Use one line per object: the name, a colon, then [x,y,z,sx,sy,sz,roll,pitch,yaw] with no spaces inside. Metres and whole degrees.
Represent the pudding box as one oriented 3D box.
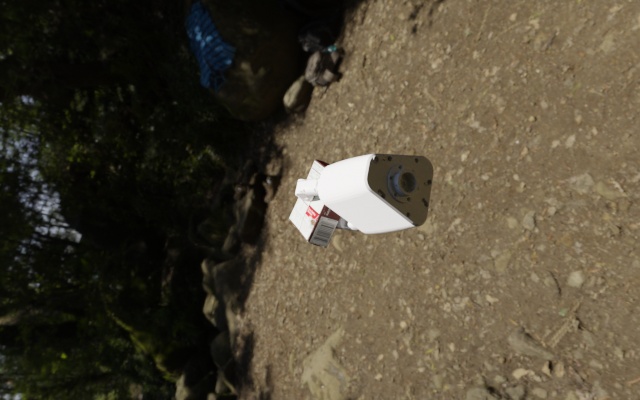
pudding box: [0.000,0.002,0.738,0.039,0.113,0.090,19,12,-29]
